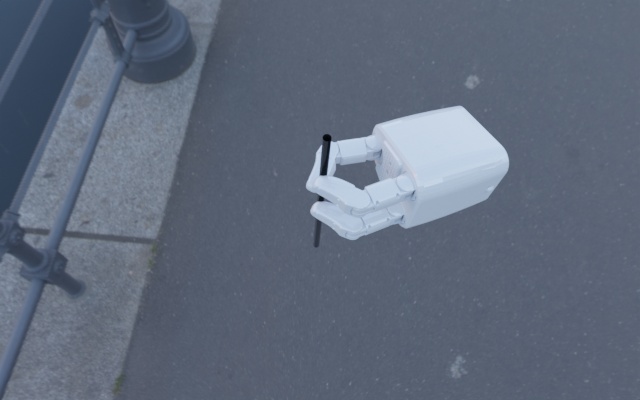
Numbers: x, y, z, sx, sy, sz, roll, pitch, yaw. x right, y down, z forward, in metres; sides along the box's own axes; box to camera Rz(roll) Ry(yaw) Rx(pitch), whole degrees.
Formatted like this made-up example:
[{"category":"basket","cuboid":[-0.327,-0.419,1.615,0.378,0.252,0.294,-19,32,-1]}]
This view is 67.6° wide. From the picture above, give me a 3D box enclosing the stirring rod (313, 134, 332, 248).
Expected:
[{"category":"stirring rod","cuboid":[0.000,0.002,0.525,0.011,0.011,0.240,0,-28,-3]}]
